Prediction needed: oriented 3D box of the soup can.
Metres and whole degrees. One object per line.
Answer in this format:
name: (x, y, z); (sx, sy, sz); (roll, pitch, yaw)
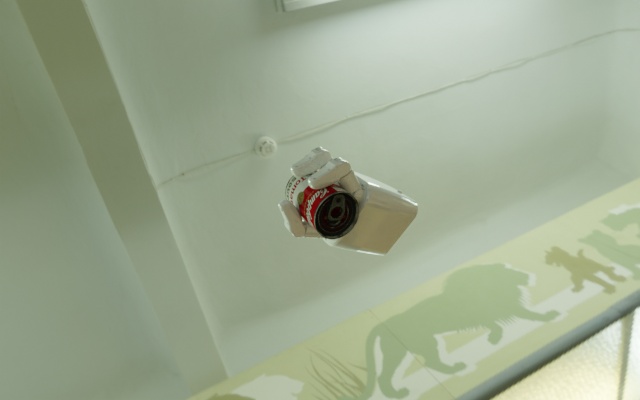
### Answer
soup can: (0.000, 0.002, 0.670); (0.068, 0.068, 0.102); (0, 22, -29)
